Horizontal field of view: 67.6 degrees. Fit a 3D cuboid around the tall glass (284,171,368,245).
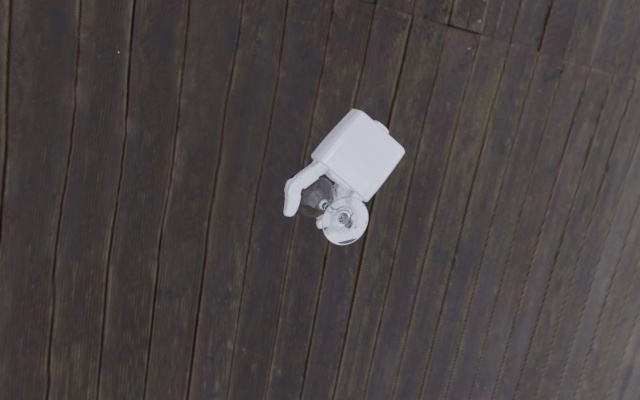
[{"bbox_3d":[0.000,0.003,0.781,0.079,0.079,0.201,0,16,-23],"label":"tall glass"}]
